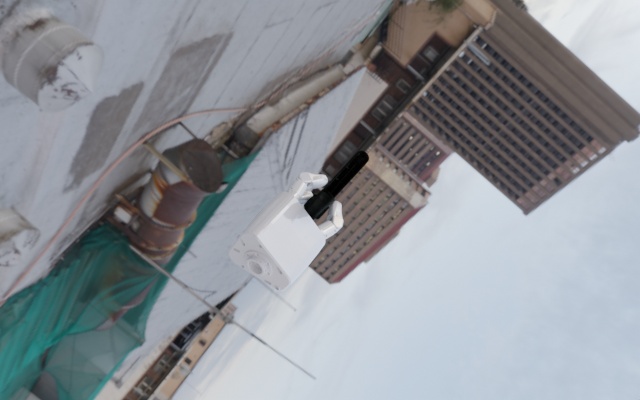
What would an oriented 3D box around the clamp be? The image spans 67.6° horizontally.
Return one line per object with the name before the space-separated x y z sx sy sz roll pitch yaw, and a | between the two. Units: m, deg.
clamp | 0.000 0.004 0.831 0.164 0.036 0.210 -46 0 -44
